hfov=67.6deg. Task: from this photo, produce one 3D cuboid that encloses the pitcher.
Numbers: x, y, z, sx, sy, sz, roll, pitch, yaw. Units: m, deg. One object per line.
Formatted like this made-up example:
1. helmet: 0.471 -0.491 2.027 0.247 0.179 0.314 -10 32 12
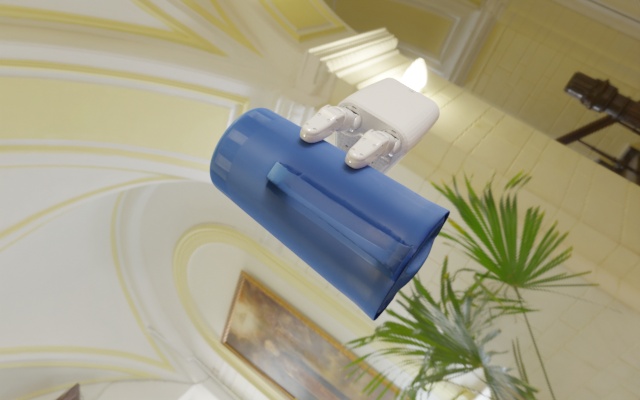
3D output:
1. pitcher: 0.000 0.002 0.500 0.243 0.149 0.145 34 47 16
